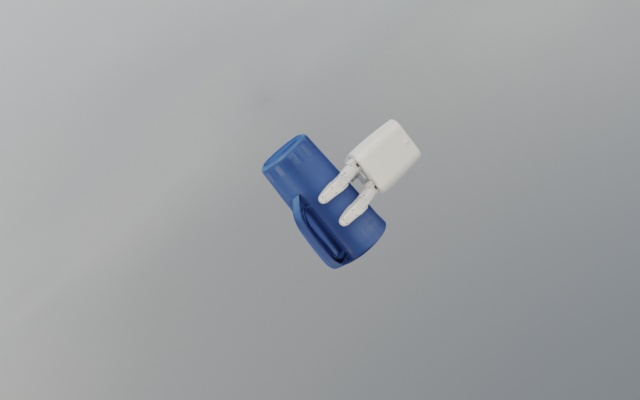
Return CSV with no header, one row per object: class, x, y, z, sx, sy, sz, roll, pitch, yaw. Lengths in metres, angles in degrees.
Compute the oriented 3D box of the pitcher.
pitcher,0.000,0.003,0.898,0.145,0.243,0.149,-42,13,-7
